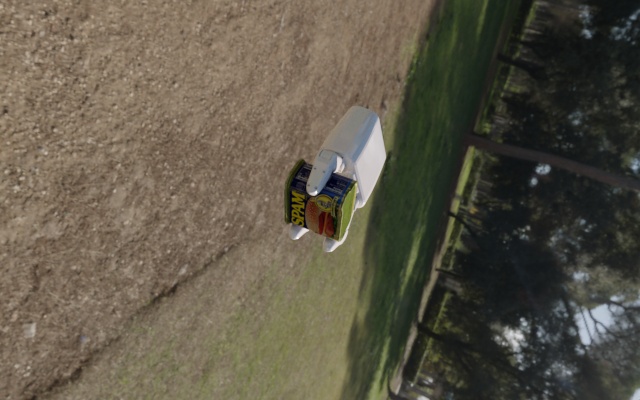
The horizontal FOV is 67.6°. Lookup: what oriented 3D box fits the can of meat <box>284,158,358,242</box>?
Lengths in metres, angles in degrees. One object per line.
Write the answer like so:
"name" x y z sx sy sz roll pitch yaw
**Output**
"can of meat" 0.000 0.002 0.654 0.084 0.057 0.102 21 -39 14
